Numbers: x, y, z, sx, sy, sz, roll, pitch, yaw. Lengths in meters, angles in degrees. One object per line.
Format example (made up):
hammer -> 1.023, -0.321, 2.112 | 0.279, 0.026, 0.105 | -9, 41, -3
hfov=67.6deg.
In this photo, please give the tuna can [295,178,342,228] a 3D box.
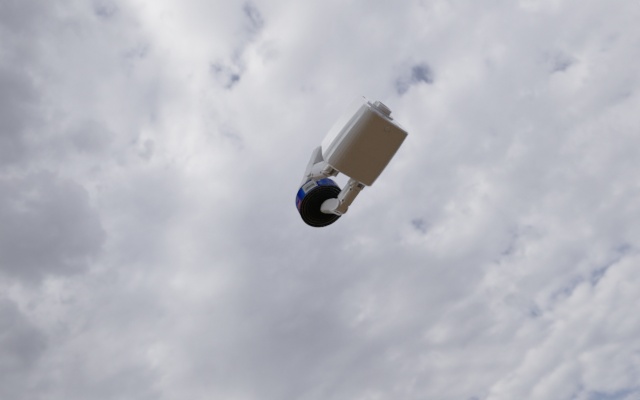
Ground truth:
tuna can -> 0.000, 0.002, 0.831 | 0.086, 0.086, 0.033 | 0, 31, -22
